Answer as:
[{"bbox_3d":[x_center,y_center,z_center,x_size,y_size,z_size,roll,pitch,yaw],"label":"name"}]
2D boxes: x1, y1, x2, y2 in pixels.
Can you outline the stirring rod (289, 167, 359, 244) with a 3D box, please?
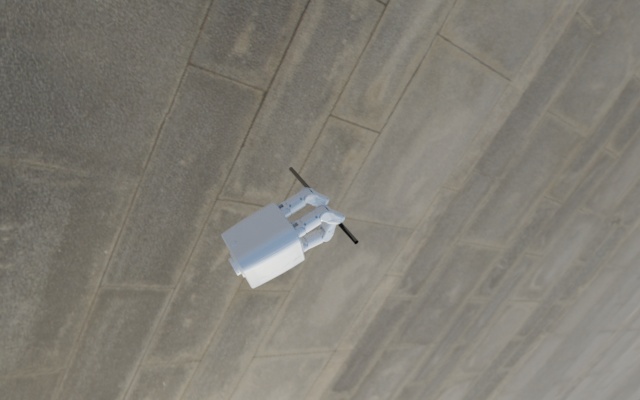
[{"bbox_3d":[0.000,0.003,0.865,0.011,0.011,0.239,0,33,-36],"label":"stirring rod"}]
